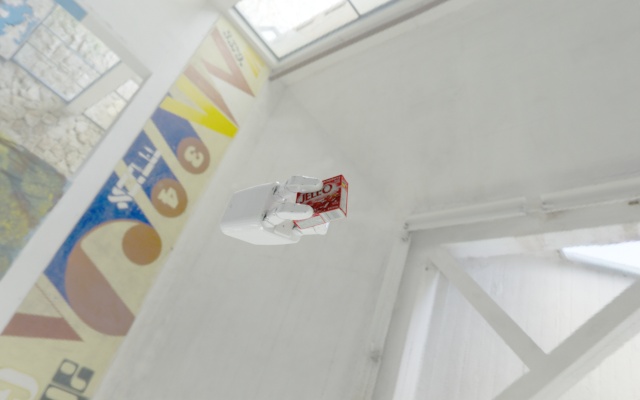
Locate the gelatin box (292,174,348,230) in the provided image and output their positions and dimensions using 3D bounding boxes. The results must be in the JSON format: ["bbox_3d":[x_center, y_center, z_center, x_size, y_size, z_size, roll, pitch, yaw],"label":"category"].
[{"bbox_3d":[0.001,0.003,0.785,0.089,0.073,0.030,-16,-45,25],"label":"gelatin box"}]
